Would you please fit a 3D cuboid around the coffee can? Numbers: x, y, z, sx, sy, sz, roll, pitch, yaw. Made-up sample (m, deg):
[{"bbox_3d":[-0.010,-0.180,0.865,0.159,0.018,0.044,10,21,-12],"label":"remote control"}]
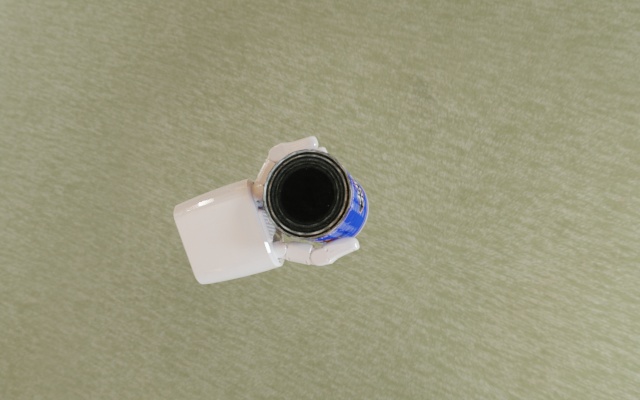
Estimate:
[{"bbox_3d":[0.000,0.002,0.594,0.103,0.103,0.140,0,-8,13],"label":"coffee can"}]
